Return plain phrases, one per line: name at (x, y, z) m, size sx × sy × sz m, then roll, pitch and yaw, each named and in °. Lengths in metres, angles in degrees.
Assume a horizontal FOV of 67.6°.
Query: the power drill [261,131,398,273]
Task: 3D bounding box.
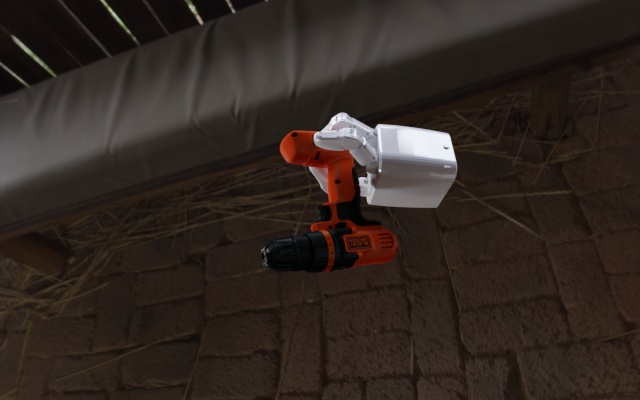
power drill at (0.000, 0.002, 0.625) m, size 0.184 × 0.187 × 0.057 m, roll -1°, pitch -23°, yaw -28°
